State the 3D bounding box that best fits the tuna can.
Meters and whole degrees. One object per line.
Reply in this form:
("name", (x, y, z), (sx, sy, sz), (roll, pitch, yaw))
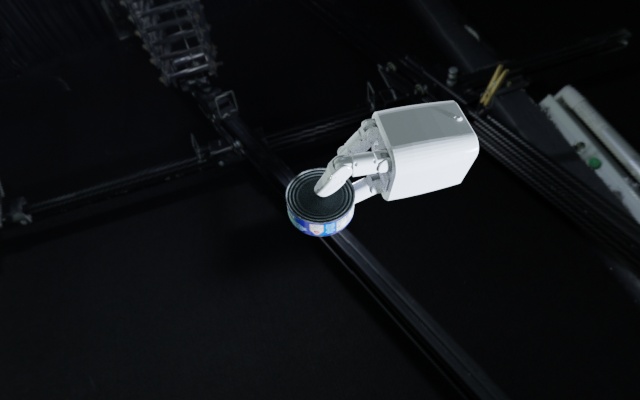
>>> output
("tuna can", (0.000, 0.002, 0.598), (0.086, 0.086, 0.034), (0, -37, 1))
